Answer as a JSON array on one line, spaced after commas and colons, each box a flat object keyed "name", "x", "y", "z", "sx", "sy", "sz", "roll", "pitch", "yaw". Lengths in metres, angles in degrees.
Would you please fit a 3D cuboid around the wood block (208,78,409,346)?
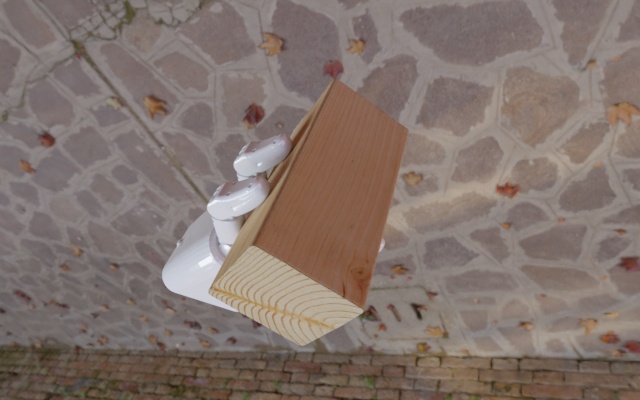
[{"name": "wood block", "x": 0.000, "y": 0.002, "z": 0.408, "sx": 0.091, "sy": 0.206, "sz": 0.090, "roll": 33, "pitch": -43, "yaw": -13}]
